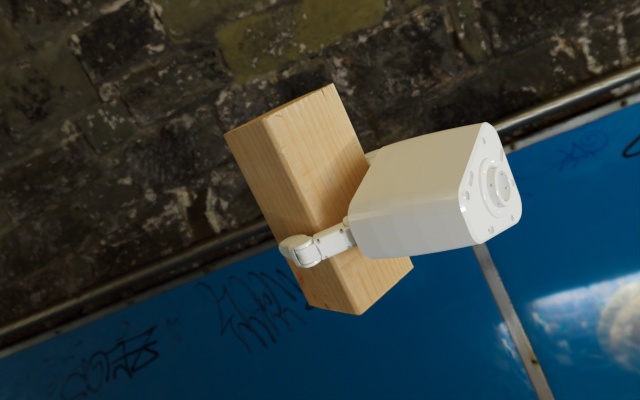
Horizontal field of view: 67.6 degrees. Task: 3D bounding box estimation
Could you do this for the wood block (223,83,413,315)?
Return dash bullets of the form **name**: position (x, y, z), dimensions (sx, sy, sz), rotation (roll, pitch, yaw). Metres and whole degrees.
- **wood block**: position (0.000, 0.002, 0.487), dimensions (0.090, 0.206, 0.090), rotation (-34, 16, -32)
